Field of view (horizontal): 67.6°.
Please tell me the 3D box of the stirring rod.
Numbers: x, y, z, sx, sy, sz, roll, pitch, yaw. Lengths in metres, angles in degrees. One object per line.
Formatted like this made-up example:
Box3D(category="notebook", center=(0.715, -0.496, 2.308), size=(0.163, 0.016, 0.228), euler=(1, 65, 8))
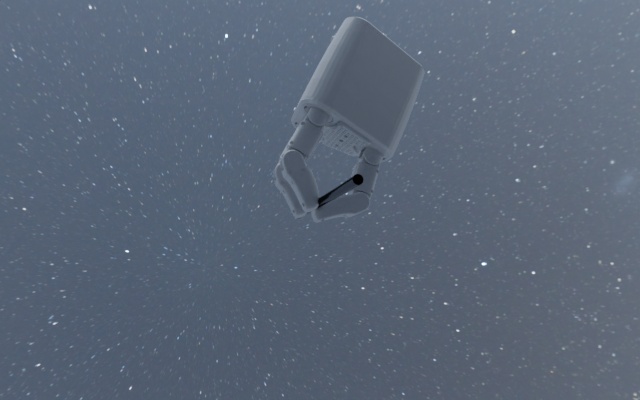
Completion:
Box3D(category="stirring rod", center=(0.000, 0.001, 0.452), size=(0.011, 0.011, 0.239), euler=(0, -8, -13))
